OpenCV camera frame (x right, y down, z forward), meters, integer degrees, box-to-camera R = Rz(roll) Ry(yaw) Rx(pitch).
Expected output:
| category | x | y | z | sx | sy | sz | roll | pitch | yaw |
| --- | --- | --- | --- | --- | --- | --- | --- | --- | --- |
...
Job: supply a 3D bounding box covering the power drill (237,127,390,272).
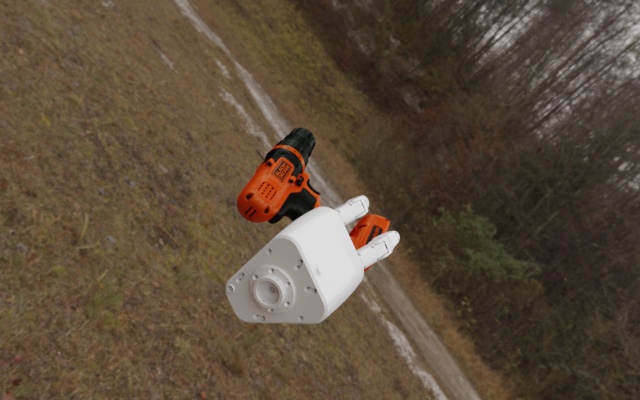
| category | x | y | z | sx | sy | sz | roll | pitch | yaw |
| --- | --- | --- | --- | --- | --- | --- | --- | --- | --- |
| power drill | 0.000 | 0.002 | 0.628 | 0.057 | 0.187 | 0.184 | -45 | 11 | 44 |
